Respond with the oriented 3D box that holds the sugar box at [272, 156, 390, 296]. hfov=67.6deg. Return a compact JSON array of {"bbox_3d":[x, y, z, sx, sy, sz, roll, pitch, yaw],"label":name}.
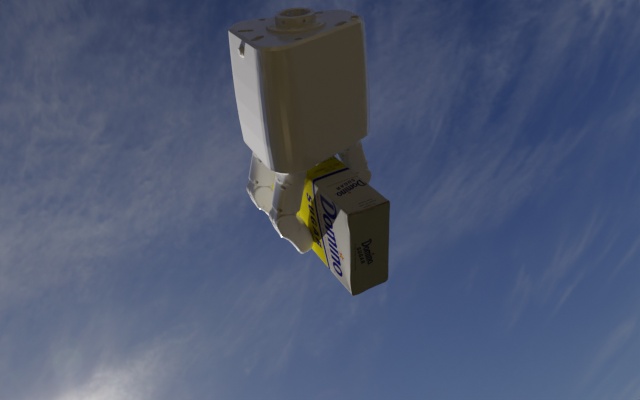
[{"bbox_3d":[0.000,0.002,0.467,0.048,0.093,0.176,-19,37,-20],"label":"sugar box"}]
